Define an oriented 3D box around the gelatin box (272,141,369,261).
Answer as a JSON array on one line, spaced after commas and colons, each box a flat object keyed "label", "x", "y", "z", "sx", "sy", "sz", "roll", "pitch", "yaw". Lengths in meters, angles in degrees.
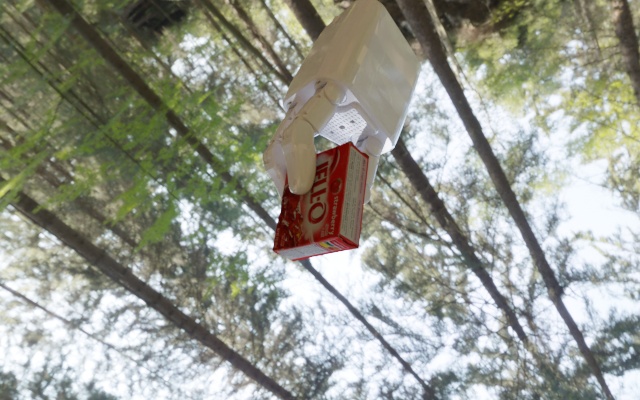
[{"label": "gelatin box", "x": 0.000, "y": 0.002, "z": 0.401, "sx": 0.073, "sy": 0.089, "sz": 0.030, "roll": -16, "pitch": -35, "yaw": 39}]
